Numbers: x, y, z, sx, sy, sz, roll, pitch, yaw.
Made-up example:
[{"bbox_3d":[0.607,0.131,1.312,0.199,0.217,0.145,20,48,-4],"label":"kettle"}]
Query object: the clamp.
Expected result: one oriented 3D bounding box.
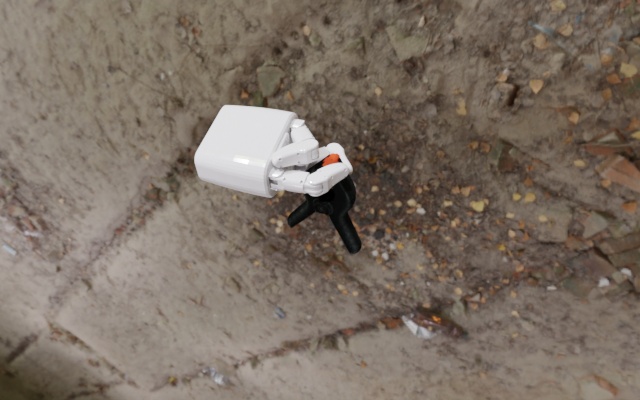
[{"bbox_3d":[0.000,0.003,0.674,0.120,0.172,0.039,12,44,17],"label":"clamp"}]
